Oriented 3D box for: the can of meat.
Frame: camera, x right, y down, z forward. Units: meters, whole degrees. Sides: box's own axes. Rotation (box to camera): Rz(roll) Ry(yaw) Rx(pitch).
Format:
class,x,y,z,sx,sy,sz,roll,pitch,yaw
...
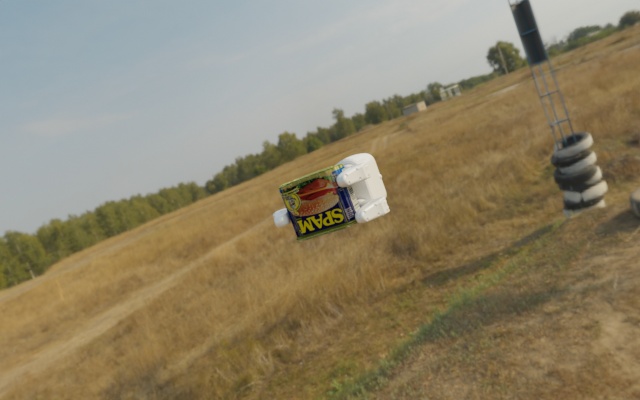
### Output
class,x,y,z,sx,sy,sz,roll,pitch,yaw
can of meat,0.000,0.002,0.672,0.102,0.084,0.057,-18,6,24
